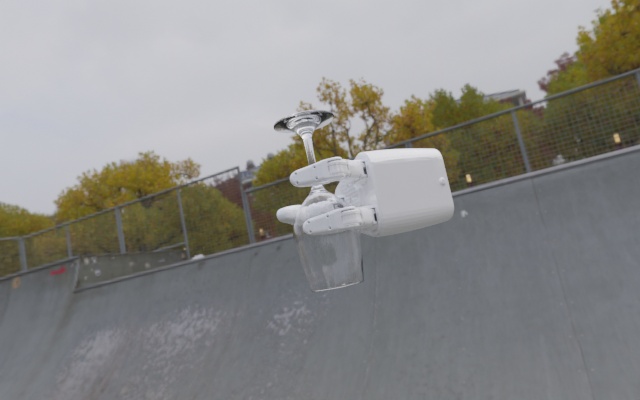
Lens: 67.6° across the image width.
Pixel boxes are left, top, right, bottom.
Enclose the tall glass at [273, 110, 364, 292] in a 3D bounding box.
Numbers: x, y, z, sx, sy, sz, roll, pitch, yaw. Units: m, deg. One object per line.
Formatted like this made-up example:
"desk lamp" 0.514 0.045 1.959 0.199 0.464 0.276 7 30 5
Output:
"tall glass" 0.000 0.001 0.559 0.079 0.201 0.079 -11 -8 -2
